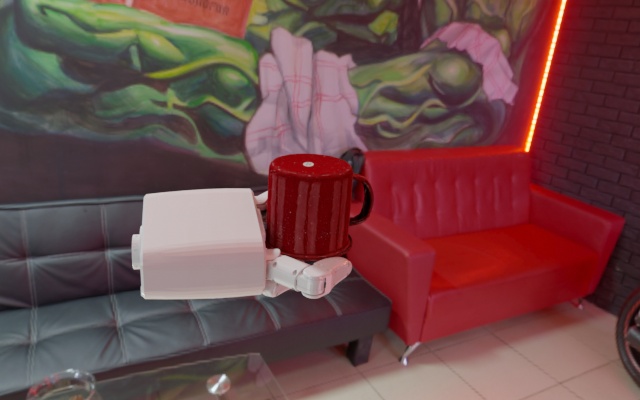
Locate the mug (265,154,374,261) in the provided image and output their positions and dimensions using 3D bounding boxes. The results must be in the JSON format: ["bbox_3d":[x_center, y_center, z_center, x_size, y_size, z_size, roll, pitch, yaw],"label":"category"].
[{"bbox_3d":[0.001,0.001,0.474,0.117,0.081,0.093,-4,21,-20],"label":"mug"}]
